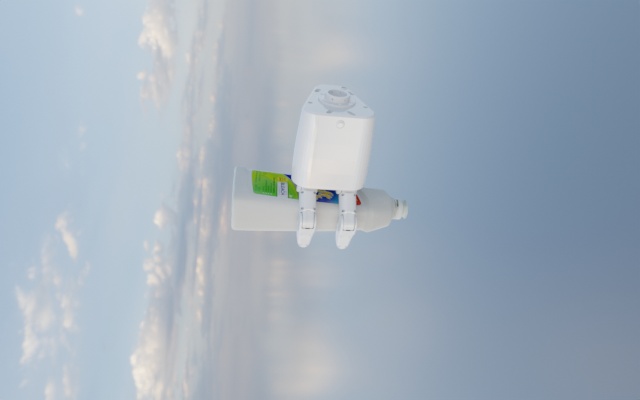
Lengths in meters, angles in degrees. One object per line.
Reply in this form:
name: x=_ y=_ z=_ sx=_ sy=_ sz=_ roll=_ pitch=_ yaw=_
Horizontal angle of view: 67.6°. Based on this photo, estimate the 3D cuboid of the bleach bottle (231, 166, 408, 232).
bleach bottle: x=0.000 y=0.002 z=0.692 sx=0.251 sy=0.068 sz=0.102 roll=3 pitch=33 yaw=-9
